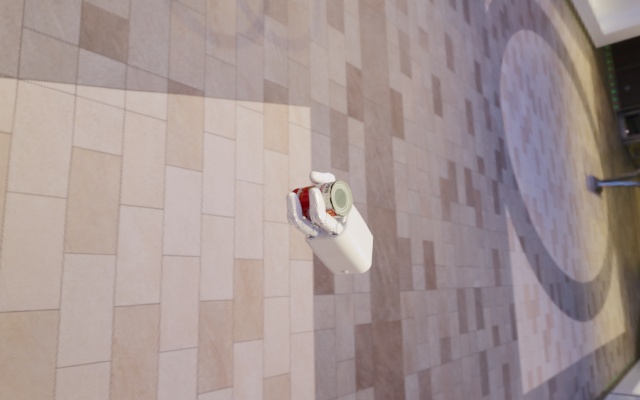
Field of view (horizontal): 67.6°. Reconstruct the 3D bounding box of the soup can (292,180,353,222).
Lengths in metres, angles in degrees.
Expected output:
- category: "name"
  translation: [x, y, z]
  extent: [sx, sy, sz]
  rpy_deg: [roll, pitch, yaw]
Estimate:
- category: "soup can"
  translation: [0.000, 0.002, 0.889]
  extent: [0.102, 0.068, 0.068]
  rpy_deg: [-10, -6, 38]
